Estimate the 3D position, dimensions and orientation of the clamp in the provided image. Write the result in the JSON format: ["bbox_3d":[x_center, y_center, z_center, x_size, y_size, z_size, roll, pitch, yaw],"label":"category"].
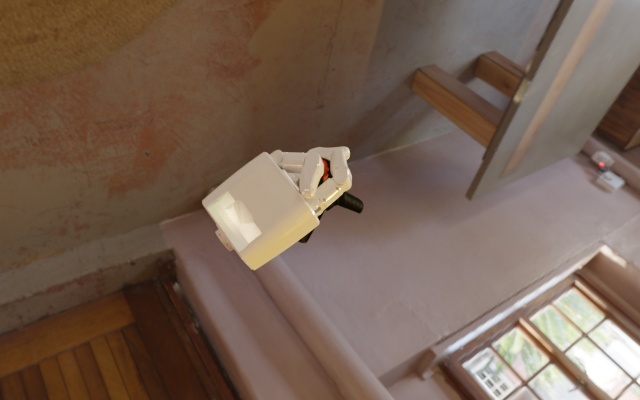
[{"bbox_3d":[0.000,0.003,0.701,0.120,0.039,0.172,-37,-32,-6],"label":"clamp"}]
